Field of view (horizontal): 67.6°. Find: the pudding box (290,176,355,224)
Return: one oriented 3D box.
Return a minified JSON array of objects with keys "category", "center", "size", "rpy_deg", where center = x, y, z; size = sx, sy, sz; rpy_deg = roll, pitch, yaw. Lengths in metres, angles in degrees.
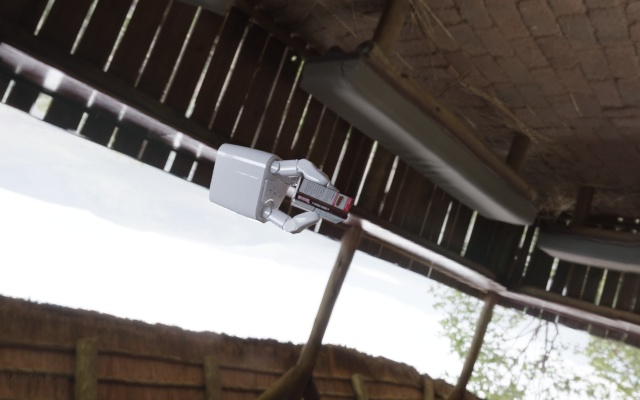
[{"category":"pudding box","center":[0.000,0.003,0.759],"size":[0.090,0.039,0.113],"rpy_deg":[22,-6,-3]}]
